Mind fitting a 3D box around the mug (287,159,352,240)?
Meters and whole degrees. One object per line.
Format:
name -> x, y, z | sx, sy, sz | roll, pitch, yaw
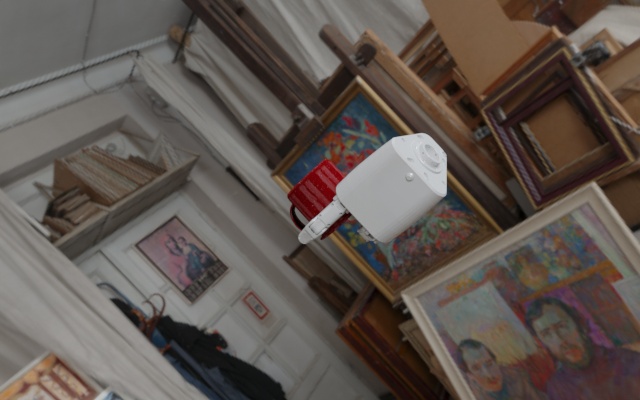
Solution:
mug -> -0.001, 0.003, 0.689 | 0.117, 0.081, 0.093 | -42, 1, 36
